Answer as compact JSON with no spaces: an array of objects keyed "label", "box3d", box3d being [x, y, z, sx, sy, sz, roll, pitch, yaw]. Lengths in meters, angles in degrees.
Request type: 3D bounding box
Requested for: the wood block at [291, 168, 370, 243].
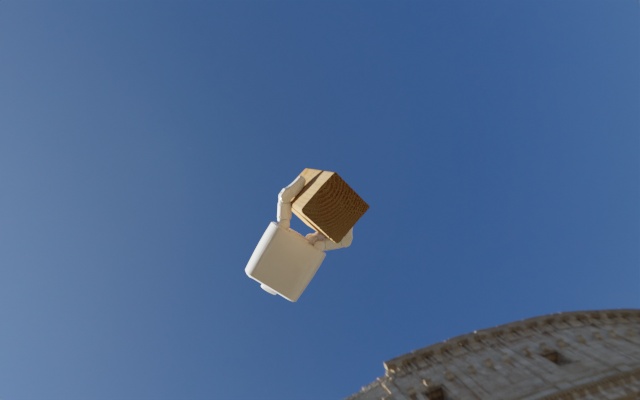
[{"label":"wood block","box3d":[0.000,0.003,0.900,0.091,0.090,0.206,43,-6,-15]}]
